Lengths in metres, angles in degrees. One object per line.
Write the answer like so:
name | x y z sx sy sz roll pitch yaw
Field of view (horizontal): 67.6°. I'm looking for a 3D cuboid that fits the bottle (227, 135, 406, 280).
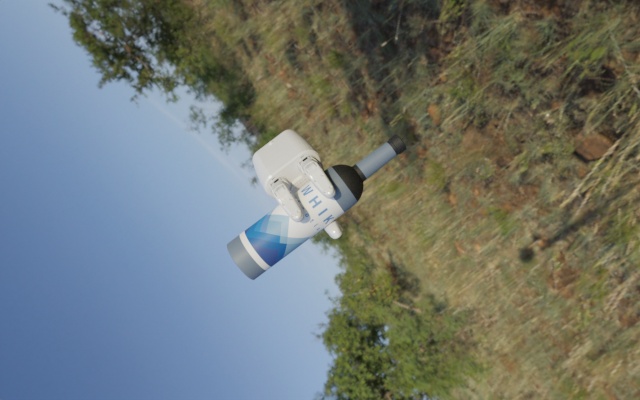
bottle | 0.000 0.003 0.701 0.296 0.069 0.069 -37 -1 1
